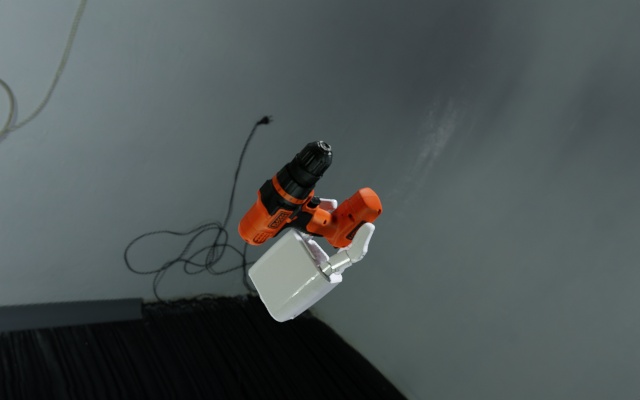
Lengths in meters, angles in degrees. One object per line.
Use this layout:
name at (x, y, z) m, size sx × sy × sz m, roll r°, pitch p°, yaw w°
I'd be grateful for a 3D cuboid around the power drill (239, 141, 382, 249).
power drill at (0.000, 0.003, 0.681) m, size 0.188 × 0.057 × 0.184 m, roll 15°, pitch -49°, yaw -42°
